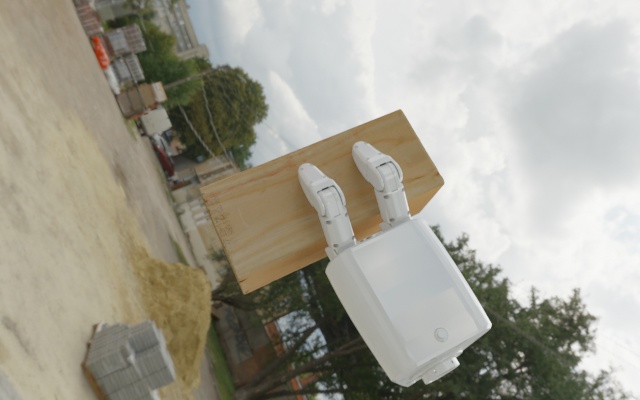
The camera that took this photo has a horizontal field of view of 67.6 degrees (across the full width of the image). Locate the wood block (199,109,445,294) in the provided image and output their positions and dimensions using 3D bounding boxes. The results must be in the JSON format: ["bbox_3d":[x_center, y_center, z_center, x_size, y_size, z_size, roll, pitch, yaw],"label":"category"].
[{"bbox_3d":[0.000,0.002,0.468,0.206,0.090,0.091,-23,-17,-14],"label":"wood block"}]
